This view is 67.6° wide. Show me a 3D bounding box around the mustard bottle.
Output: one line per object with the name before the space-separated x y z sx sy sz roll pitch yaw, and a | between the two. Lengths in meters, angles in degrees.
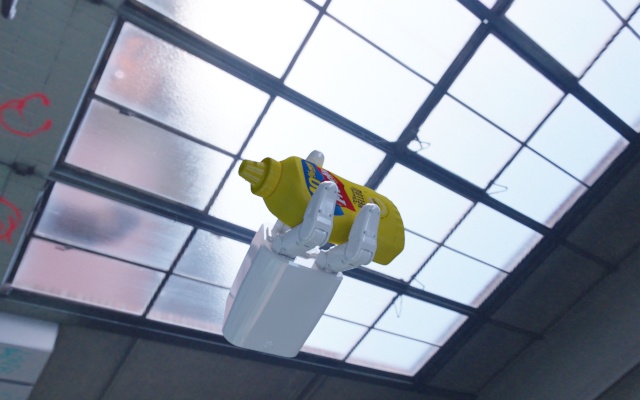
mustard bottle | 0.000 0.001 0.505 0.192 0.096 0.058 23 -56 -29
